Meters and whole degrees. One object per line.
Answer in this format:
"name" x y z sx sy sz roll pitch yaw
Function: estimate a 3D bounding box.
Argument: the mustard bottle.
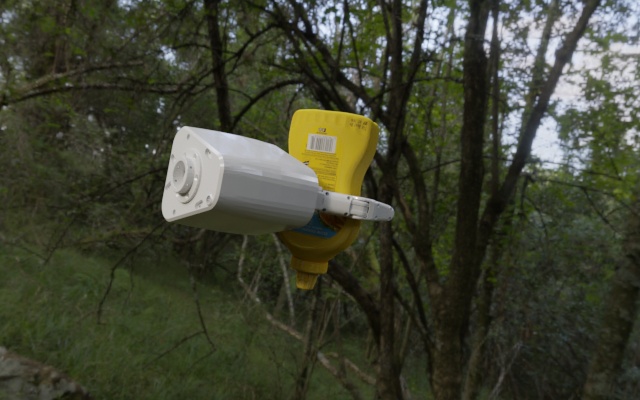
"mustard bottle" 0.000 0.001 0.519 0.096 0.191 0.058 11 1 24
